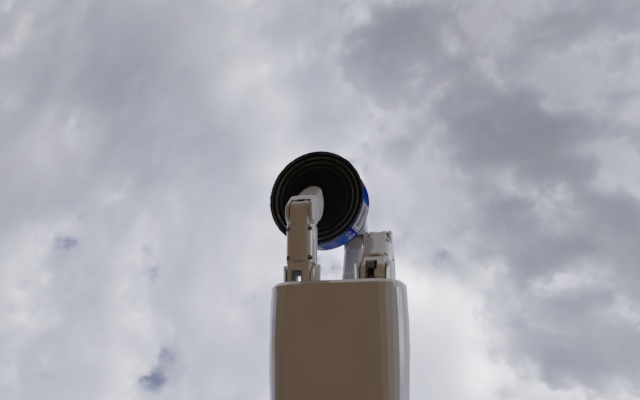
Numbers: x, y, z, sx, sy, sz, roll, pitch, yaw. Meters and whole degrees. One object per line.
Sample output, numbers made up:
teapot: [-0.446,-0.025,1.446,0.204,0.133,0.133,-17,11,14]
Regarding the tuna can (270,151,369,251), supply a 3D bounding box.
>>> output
tuna can: [0.000,0.002,0.432,0.086,0.086,0.034,0,-17,18]
